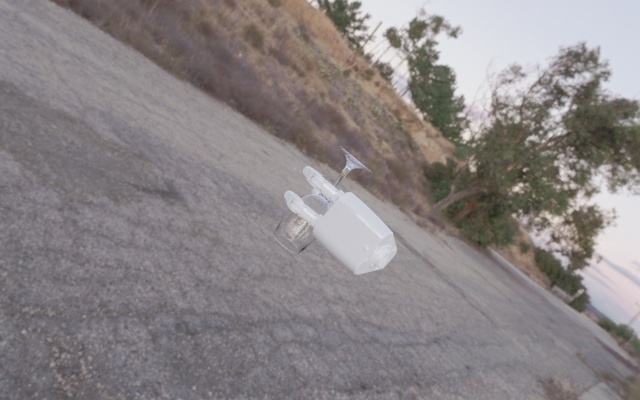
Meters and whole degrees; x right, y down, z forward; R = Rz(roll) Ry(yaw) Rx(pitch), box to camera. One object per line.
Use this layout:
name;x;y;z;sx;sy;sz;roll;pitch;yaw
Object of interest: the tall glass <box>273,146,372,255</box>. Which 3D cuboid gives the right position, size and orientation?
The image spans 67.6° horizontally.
tall glass;0.000;0.002;0.860;0.079;0.201;0.079;39;7;-6
